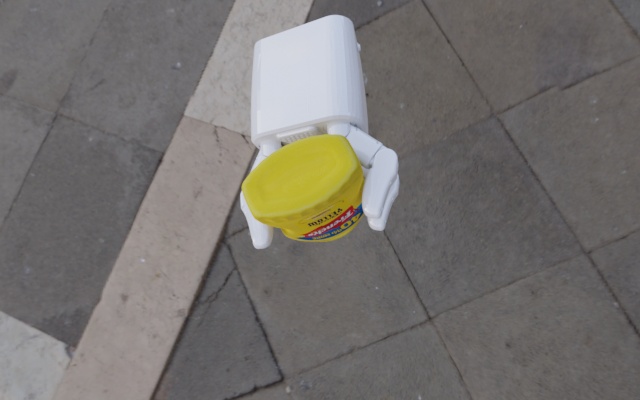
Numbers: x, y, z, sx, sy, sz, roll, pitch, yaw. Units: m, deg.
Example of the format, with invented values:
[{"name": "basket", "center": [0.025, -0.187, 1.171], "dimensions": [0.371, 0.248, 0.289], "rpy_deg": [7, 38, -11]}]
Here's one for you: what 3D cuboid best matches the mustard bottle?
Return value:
[{"name": "mustard bottle", "center": [0.000, 0.002, 0.460], "dimensions": [0.096, 0.058, 0.192], "rpy_deg": [-28, -17, 4]}]
